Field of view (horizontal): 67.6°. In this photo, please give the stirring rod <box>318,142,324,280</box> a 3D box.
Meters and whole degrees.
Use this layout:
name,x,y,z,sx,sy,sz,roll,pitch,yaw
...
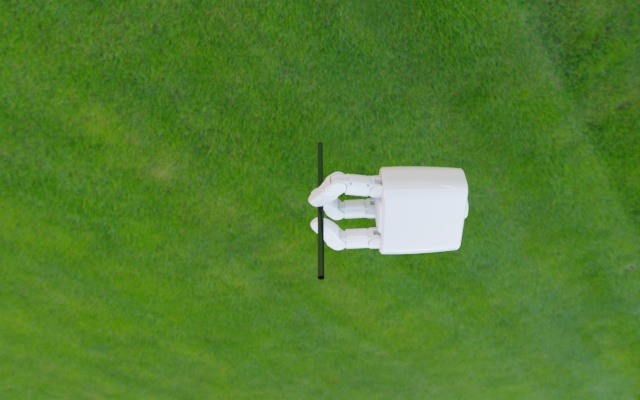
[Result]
name,x,y,z,sx,sy,sz,roll,pitch,yaw
stirring rod,0.000,0.002,0.633,0.011,0.239,0.011,0,-44,0
